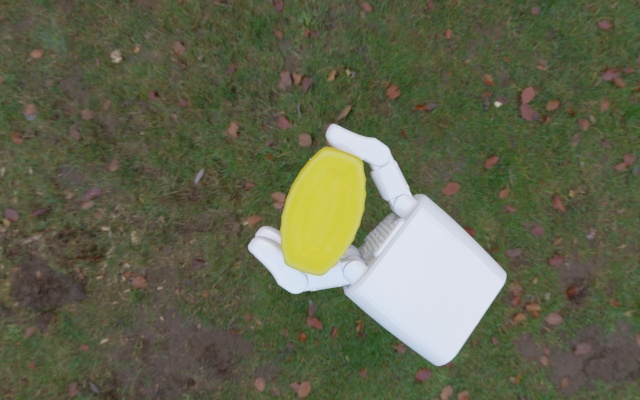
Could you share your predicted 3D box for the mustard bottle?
[{"bbox_3d":[0.000,0.001,0.441,0.058,0.096,0.191,17,4,-3],"label":"mustard bottle"}]
